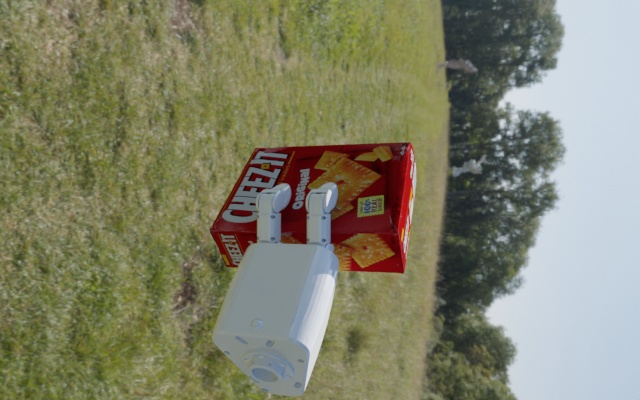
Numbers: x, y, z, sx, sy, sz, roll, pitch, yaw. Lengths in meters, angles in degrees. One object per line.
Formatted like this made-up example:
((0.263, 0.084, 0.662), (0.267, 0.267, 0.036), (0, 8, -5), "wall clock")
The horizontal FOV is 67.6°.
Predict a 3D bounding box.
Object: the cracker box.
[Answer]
((0.000, 0.002, 0.571), (0.213, 0.072, 0.164), (0, 41, 17), "cracker box")
